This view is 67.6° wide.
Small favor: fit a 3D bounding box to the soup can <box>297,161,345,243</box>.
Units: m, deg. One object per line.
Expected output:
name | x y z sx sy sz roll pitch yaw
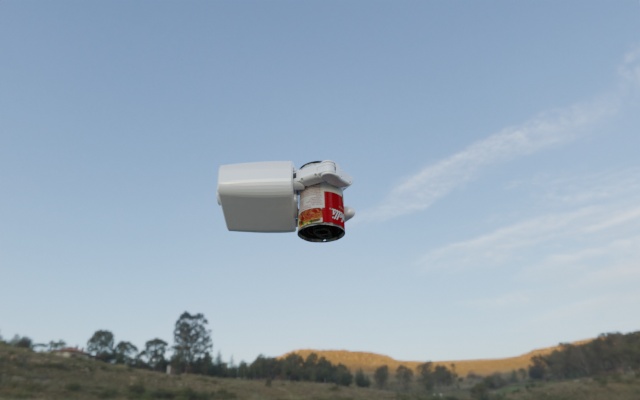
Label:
soup can | 0.001 0.002 0.694 0.068 0.102 0.068 -1 -26 -1
